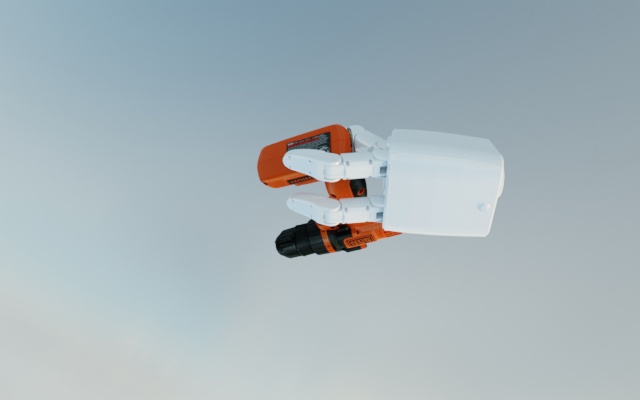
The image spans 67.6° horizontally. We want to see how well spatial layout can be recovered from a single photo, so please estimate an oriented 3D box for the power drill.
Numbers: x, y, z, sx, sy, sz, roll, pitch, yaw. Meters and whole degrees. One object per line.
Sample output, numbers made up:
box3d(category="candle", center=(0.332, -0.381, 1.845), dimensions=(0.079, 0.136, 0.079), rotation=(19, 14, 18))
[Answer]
box3d(category="power drill", center=(0.000, 0.002, 0.571), dimensions=(0.184, 0.057, 0.188), rotation=(-17, -38, 15))
